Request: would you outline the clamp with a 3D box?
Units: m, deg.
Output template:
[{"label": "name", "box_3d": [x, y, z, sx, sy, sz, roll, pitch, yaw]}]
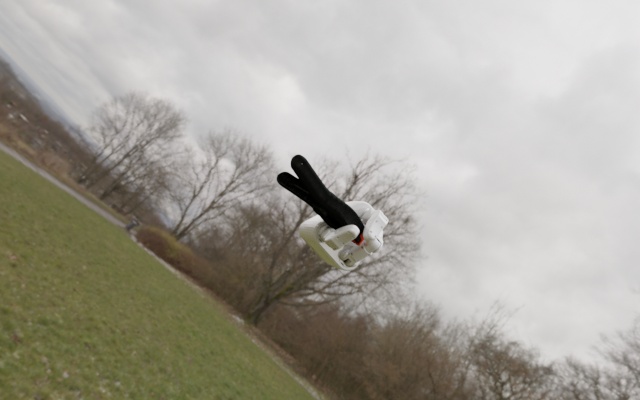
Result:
[{"label": "clamp", "box_3d": [0.001, 0.002, 0.738, 0.039, 0.171, 0.120, -45, 13, -13]}]
